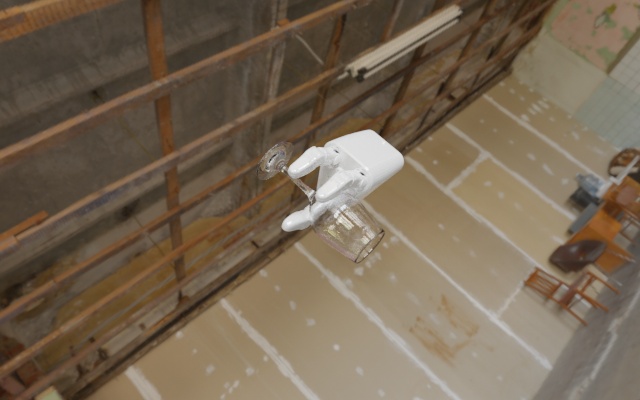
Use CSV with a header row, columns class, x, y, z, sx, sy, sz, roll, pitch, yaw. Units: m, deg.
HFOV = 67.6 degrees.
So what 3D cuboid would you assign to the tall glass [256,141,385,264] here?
class,x,y,z,sx,sy,sz,roll,pitch,yaw
tall glass,0.000,0.002,0.698,0.201,0.079,0.079,43,16,18
